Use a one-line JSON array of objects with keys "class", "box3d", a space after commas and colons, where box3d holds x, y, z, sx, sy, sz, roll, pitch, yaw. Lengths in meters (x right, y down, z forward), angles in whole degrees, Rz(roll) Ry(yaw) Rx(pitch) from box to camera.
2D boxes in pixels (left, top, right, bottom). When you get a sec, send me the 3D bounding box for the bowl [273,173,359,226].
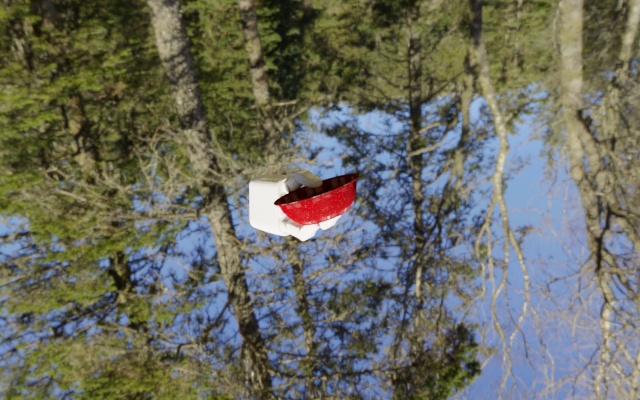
[{"class": "bowl", "box3d": [0.001, 0.003, 0.854, 0.162, 0.055, 0.162, -18, 9, 3]}]
